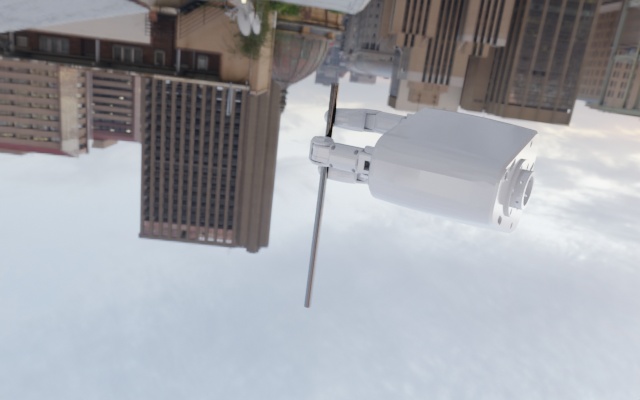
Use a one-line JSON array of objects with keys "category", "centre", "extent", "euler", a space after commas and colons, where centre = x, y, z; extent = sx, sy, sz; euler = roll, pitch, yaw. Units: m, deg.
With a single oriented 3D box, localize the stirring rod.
[{"category": "stirring rod", "centre": [0.000, 0.002, 0.493], "extent": [0.011, 0.239, 0.011], "euler": [7, 16, -2]}]
